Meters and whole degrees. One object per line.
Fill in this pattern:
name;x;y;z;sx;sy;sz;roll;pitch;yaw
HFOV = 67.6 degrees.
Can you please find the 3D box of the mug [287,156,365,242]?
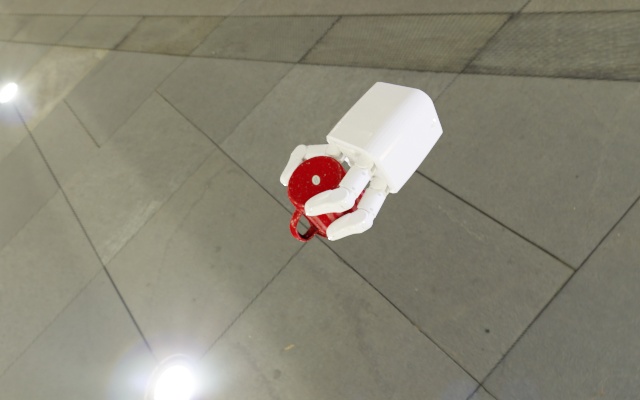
mug;-0.001;0.003;0.641;0.093;0.117;0.081;34;-9;38
